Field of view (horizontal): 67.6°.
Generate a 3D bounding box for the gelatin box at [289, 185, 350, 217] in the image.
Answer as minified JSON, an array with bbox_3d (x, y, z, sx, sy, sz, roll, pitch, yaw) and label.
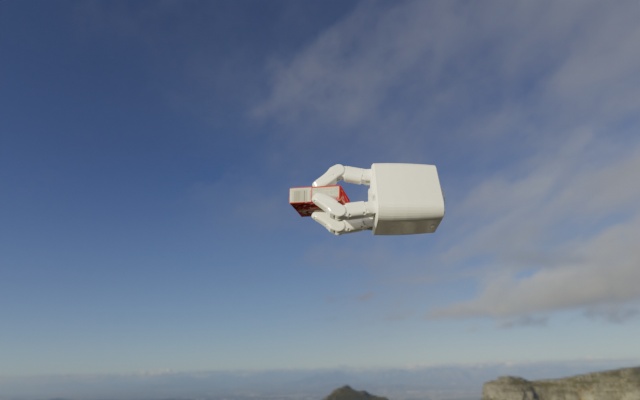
[{"bbox_3d":[0.000,0.002,0.799,0.089,0.030,0.073,-3,-20,14],"label":"gelatin box"}]
